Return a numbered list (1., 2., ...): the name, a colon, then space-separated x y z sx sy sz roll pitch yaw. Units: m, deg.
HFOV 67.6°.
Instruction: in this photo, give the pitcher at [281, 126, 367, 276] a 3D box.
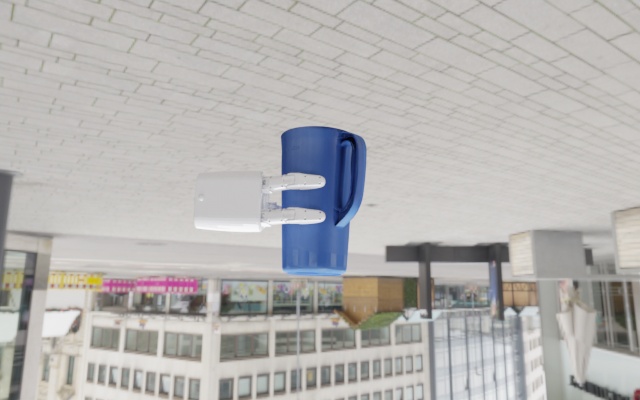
1. pitcher: 0.000 0.003 0.804 0.145 0.242 0.149 1 -11 2
